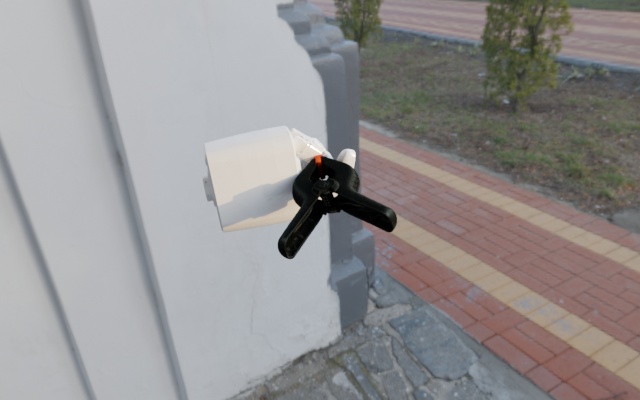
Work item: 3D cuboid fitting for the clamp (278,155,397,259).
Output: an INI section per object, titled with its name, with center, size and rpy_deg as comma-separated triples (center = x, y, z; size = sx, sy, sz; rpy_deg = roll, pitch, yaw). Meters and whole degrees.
[clamp]
center = 0.000, 0.001, 0.527
size = 0.120, 0.039, 0.171
rpy_deg = -15, 29, -8
